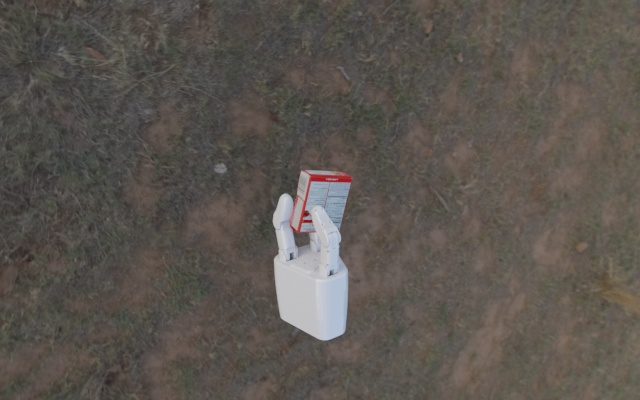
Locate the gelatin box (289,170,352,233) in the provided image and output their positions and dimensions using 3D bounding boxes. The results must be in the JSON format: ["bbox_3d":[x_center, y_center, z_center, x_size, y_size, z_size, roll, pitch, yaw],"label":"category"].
[{"bbox_3d":[0.000,0.002,0.686,0.073,0.089,0.030,0,22,-33],"label":"gelatin box"}]
